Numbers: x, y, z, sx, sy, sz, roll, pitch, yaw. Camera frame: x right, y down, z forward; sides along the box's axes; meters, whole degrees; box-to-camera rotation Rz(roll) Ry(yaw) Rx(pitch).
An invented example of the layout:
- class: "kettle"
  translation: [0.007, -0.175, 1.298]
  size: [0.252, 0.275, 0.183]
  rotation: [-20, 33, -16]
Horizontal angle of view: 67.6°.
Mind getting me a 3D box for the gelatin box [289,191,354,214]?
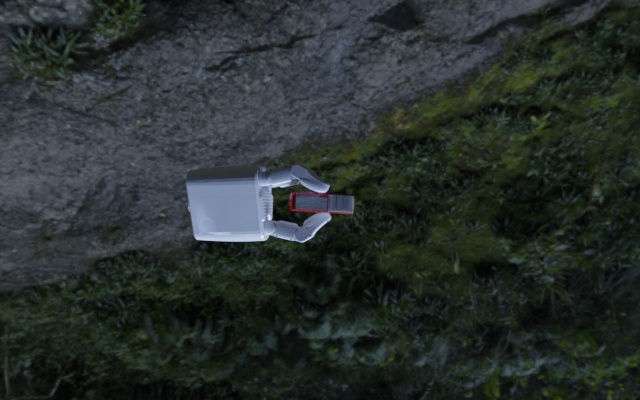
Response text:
- class: "gelatin box"
  translation: [0.000, 0.003, 0.706]
  size: [0.089, 0.030, 0.073]
  rotation: [3, 0, -7]
